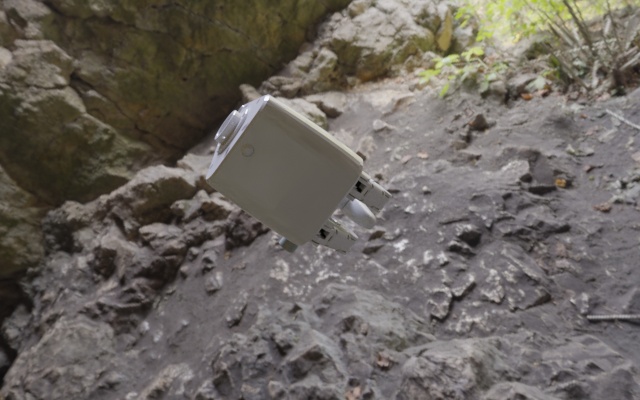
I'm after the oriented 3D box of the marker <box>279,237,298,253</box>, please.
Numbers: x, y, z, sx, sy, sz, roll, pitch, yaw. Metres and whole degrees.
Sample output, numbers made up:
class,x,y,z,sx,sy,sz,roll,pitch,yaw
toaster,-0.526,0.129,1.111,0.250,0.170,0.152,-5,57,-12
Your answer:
class,x,y,z,sx,sy,sz,roll,pitch,yaw
marker,0.000,0.002,0.489,0.020,0.121,0.020,36,7,-5
